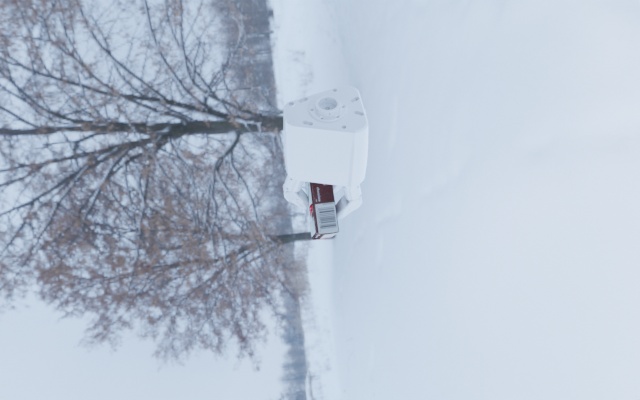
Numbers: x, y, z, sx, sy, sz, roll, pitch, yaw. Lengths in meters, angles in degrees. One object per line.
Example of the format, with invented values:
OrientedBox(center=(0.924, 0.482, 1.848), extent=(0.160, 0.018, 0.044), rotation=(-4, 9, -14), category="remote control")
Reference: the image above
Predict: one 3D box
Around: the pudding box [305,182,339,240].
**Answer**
OrientedBox(center=(0.000, 0.002, 0.761), extent=(0.039, 0.113, 0.090), rotation=(-5, -9, -6), category="pudding box")
